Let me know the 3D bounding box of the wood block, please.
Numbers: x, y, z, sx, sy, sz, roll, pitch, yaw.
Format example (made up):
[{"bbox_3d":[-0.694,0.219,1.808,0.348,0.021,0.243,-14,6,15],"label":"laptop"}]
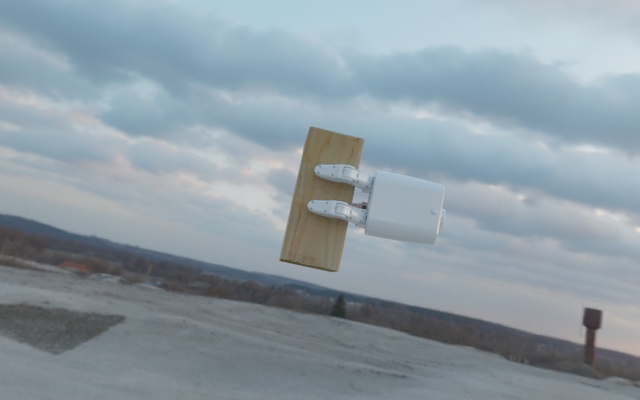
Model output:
[{"bbox_3d":[0.001,0.002,0.755,0.090,0.206,0.091,13,-11,-4],"label":"wood block"}]
